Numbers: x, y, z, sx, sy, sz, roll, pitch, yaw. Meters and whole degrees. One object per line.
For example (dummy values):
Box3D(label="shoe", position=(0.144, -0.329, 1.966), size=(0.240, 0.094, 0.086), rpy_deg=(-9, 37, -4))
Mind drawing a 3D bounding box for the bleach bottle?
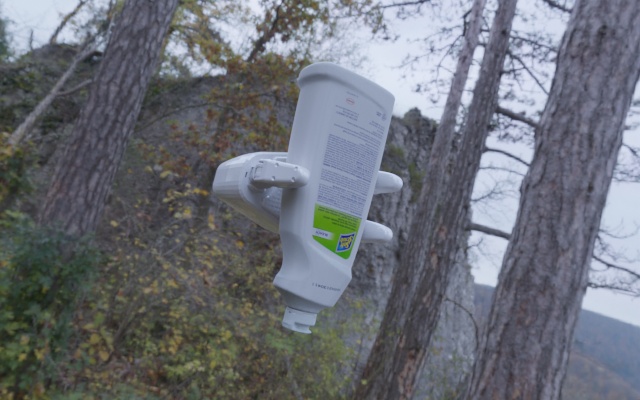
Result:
Box3D(label="bleach bottle", position=(0.000, 0.002, 0.472), size=(0.102, 0.251, 0.068), rpy_deg=(18, -8, -29))
